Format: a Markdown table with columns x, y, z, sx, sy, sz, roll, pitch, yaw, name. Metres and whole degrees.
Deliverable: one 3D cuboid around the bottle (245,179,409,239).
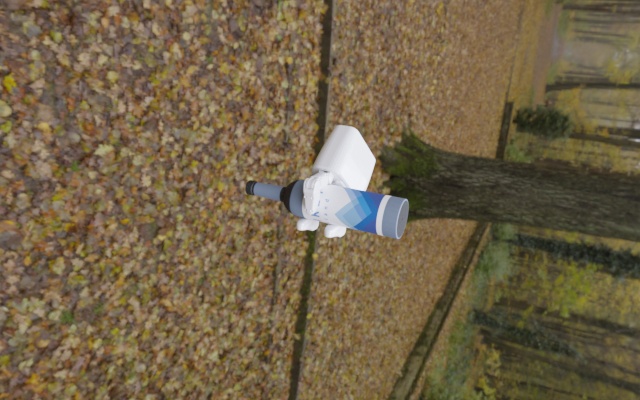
| x | y | z | sx | sy | sz | roll | pitch | yaw | name |
| --- | --- | --- | --- | --- | --- | --- | --- | --- | --- |
| 0.000 | 0.003 | 0.828 | 0.295 | 0.069 | 0.069 | 12 | 5 | 23 | bottle |
